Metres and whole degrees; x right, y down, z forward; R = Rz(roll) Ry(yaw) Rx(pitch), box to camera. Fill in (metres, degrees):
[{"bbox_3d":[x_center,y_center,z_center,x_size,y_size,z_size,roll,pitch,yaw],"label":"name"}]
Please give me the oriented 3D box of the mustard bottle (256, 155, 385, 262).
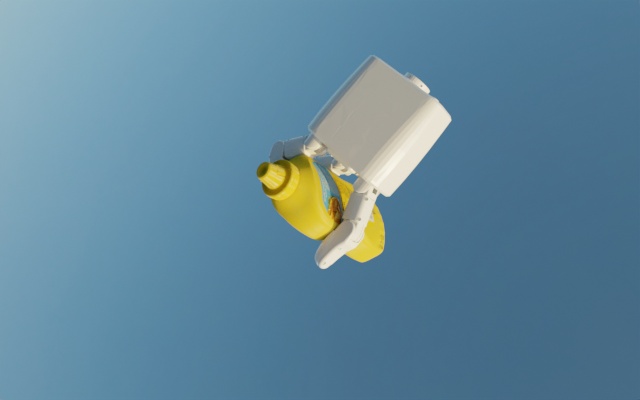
[{"bbox_3d":[0.000,0.002,0.533,0.058,0.096,0.192,-30,-35,24],"label":"mustard bottle"}]
